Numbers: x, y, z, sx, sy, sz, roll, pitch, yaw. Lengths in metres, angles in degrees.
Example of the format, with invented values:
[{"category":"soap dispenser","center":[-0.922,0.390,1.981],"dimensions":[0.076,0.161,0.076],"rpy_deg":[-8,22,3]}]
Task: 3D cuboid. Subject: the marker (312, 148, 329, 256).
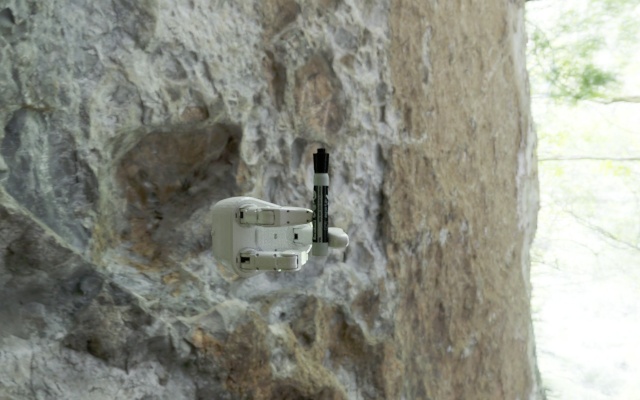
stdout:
[{"category":"marker","center":[0.000,0.002,0.539],"dimensions":[0.020,0.121,0.020],"rpy_deg":[0,1,0]}]
